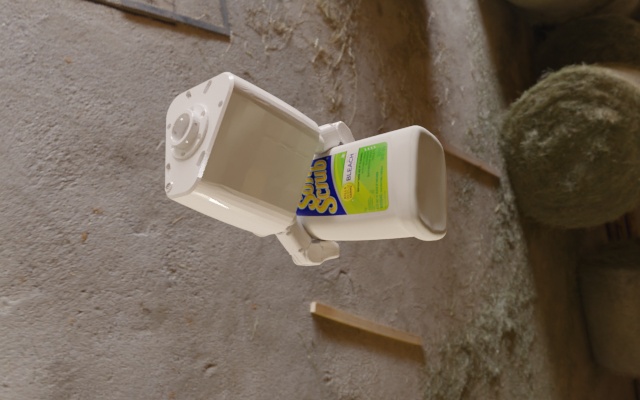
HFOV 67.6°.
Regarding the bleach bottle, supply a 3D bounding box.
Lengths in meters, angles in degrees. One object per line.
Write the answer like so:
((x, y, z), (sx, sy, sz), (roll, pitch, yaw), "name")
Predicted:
((0.000, 0.002, 0.489), (0.251, 0.102, 0.068), (-12, -24, 38), "bleach bottle")
